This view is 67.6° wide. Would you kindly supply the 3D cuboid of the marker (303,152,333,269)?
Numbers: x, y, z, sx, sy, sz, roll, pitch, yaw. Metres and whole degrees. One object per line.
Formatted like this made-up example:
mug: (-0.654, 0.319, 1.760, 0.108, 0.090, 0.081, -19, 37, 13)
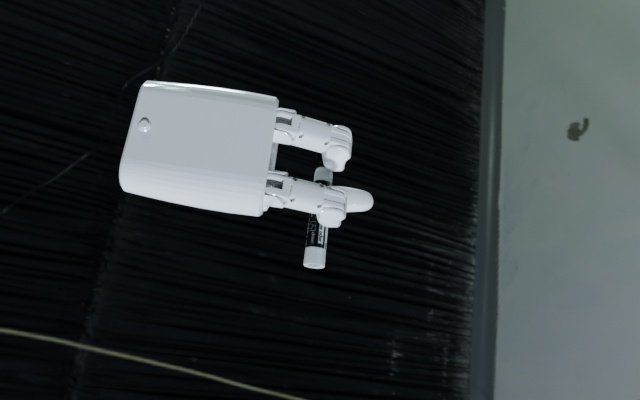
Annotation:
marker: (0.000, 0.001, 0.439, 0.020, 0.121, 0.020, 5, -20, 2)
